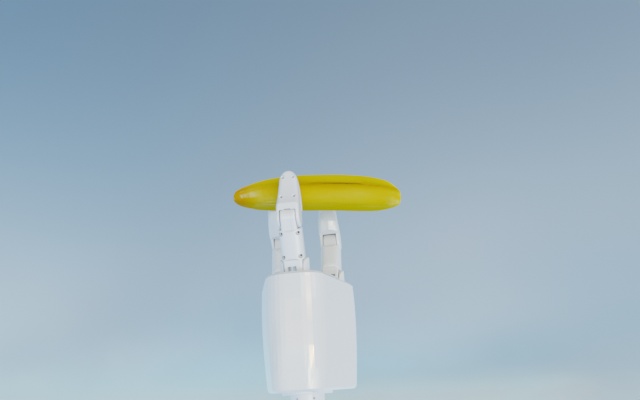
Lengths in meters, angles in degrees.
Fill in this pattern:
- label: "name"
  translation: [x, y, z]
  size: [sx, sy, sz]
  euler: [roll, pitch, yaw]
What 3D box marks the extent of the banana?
- label: "banana"
  translation: [0.009, -0.004, 0.514]
  size: [0.198, 0.037, 0.070]
  euler: [2, -19, -18]
